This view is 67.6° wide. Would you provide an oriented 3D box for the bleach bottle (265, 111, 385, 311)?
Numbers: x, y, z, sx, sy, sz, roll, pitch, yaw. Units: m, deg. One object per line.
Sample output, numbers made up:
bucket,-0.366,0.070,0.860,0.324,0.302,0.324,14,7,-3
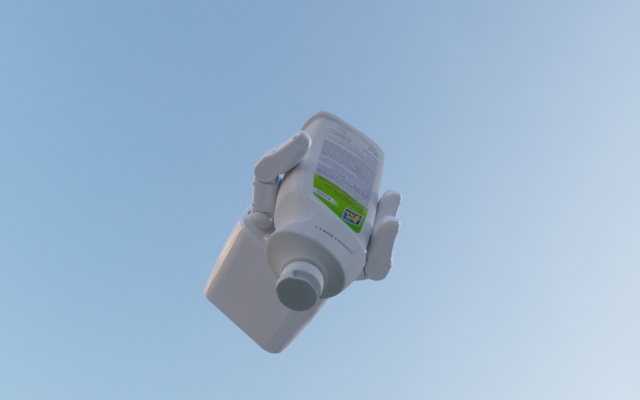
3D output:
bleach bottle,0.000,0.001,0.428,0.102,0.068,0.250,31,29,-5
